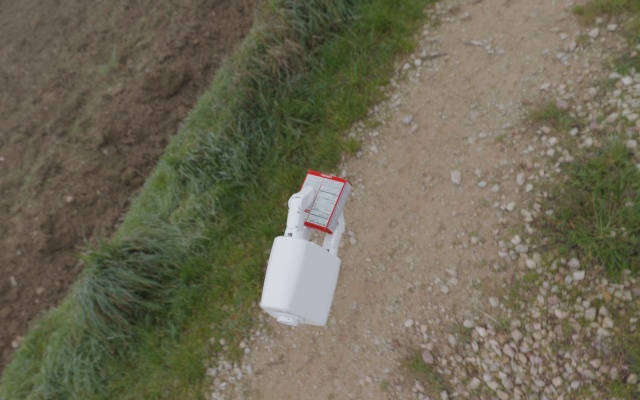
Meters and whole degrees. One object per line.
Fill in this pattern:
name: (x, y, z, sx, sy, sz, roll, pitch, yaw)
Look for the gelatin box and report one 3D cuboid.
gelatin box: (0.000, 0.002, 0.760, 0.073, 0.089, 0.030, 15, -13, 31)
